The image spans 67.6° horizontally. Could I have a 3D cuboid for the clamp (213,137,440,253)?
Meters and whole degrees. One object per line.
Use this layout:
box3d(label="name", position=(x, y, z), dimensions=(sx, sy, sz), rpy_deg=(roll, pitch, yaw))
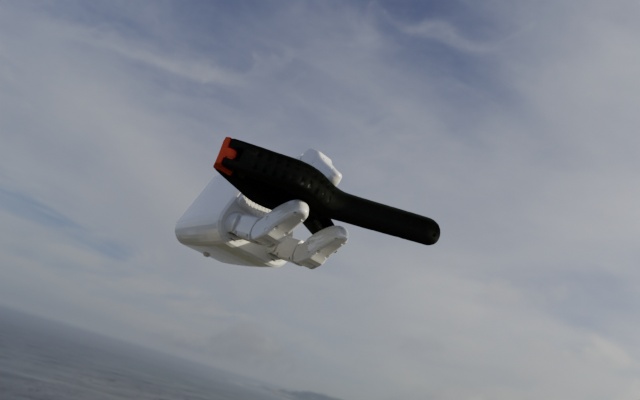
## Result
box3d(label="clamp", position=(0.000, 0.001, 0.454), dimensions=(0.164, 0.036, 0.210), rpy_deg=(-8, -33, 46))
